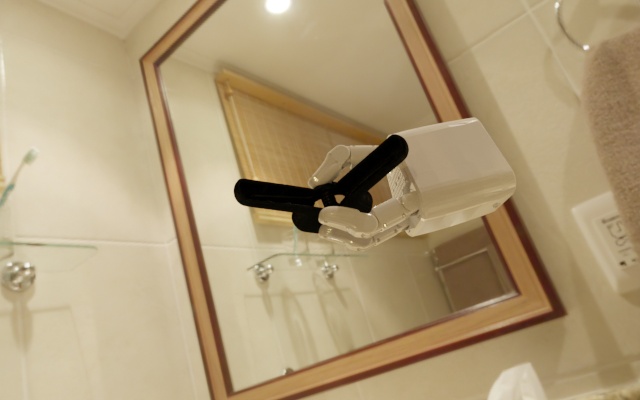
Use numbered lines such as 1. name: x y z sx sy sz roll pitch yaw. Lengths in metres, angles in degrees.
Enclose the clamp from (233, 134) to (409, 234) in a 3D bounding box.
1. clamp: 0.000 0.001 0.516 0.164 0.036 0.210 -13 -20 -5
